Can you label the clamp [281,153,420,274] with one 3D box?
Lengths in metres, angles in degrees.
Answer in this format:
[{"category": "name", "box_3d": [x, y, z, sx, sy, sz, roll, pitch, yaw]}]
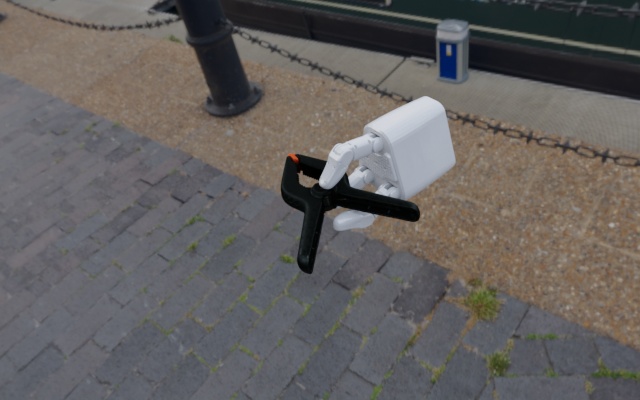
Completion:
[{"category": "clamp", "box_3d": [0.000, 0.001, 0.622, 0.164, 0.036, 0.210, -28, 45, -22]}]
